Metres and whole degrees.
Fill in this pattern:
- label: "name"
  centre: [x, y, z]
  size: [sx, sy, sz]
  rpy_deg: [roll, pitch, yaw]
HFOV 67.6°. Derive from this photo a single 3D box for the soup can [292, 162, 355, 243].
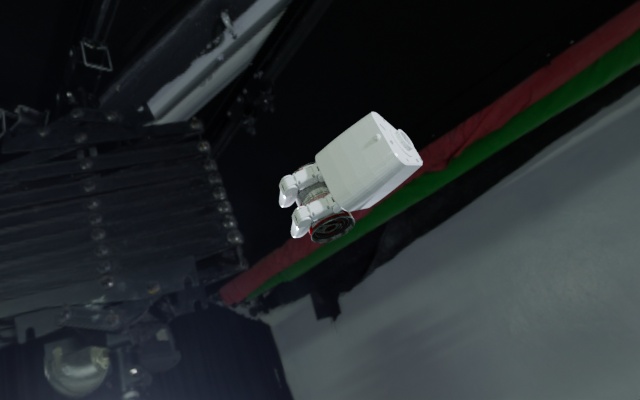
- label: "soup can"
  centre: [0.000, 0.002, 0.708]
  size: [0.068, 0.102, 0.068]
  rpy_deg: [-19, -28, -11]
